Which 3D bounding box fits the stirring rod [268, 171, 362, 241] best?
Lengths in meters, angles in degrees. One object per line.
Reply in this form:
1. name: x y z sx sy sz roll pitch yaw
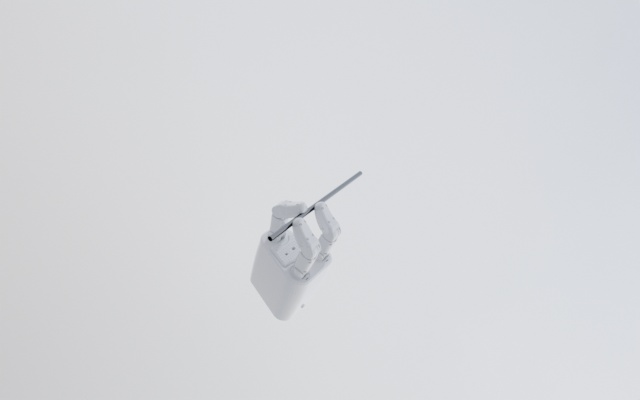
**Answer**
1. stirring rod: 0.000 0.002 0.725 0.011 0.011 0.239 0 24 38
